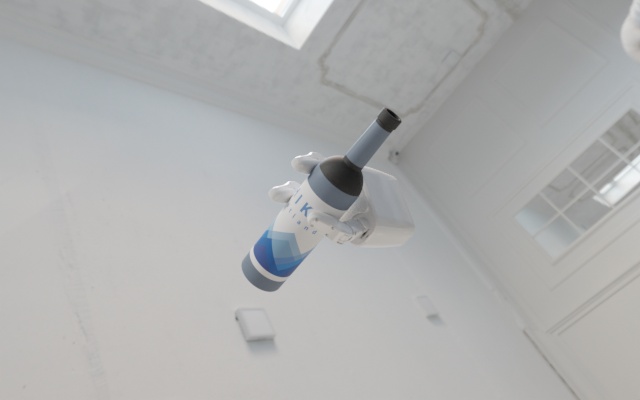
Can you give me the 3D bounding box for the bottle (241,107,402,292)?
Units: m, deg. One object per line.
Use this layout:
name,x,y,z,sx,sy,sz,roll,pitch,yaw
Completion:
bottle,0.000,0.002,0.621,0.069,0.069,0.296,0,-44,-53
